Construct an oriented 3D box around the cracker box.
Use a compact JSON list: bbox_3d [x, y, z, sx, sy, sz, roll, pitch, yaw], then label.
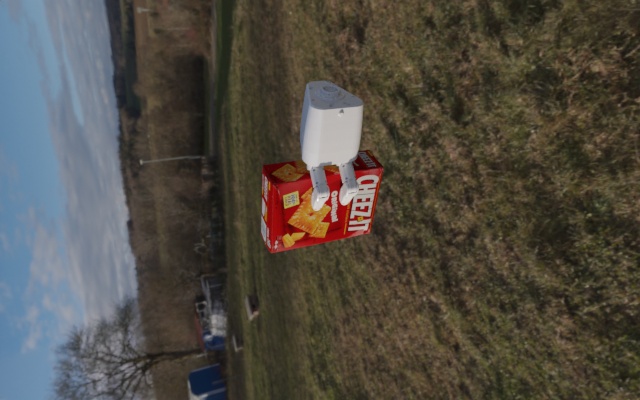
[{"bbox_3d":[0.000,0.003,0.893,0.213,0.164,0.072,-9,40,-20],"label":"cracker box"}]
